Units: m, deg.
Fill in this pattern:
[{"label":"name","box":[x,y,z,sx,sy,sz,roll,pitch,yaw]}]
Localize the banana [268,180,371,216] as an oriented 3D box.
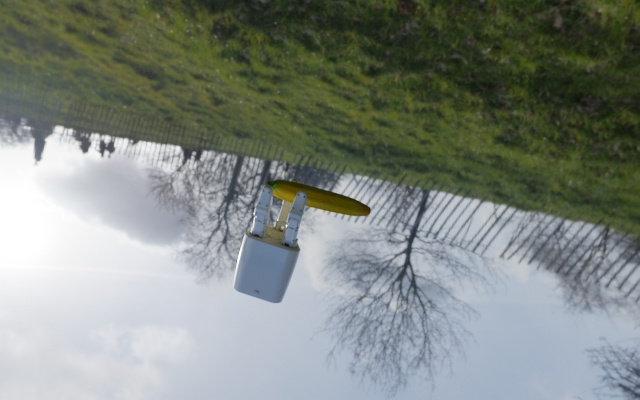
[{"label":"banana","box":[-0.009,-0.003,0.840,0.198,0.037,0.069,13,10,-22]}]
